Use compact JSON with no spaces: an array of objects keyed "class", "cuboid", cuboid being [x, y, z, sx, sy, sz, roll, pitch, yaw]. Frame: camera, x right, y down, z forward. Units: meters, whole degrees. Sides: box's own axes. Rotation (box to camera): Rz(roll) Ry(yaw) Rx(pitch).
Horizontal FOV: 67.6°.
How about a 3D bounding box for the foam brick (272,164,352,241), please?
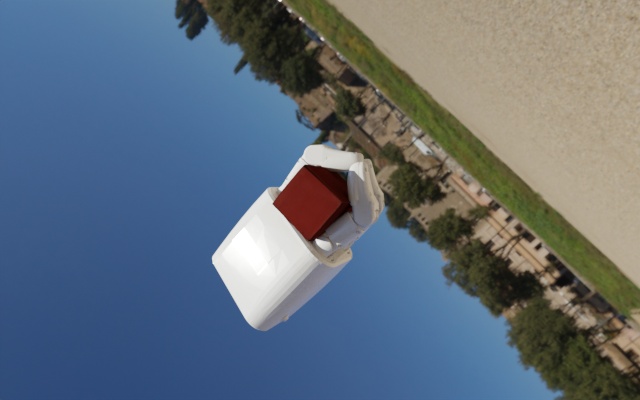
[{"class":"foam brick","cuboid":[0.000,0.001,0.469,0.053,0.051,0.078,46,15,14]}]
